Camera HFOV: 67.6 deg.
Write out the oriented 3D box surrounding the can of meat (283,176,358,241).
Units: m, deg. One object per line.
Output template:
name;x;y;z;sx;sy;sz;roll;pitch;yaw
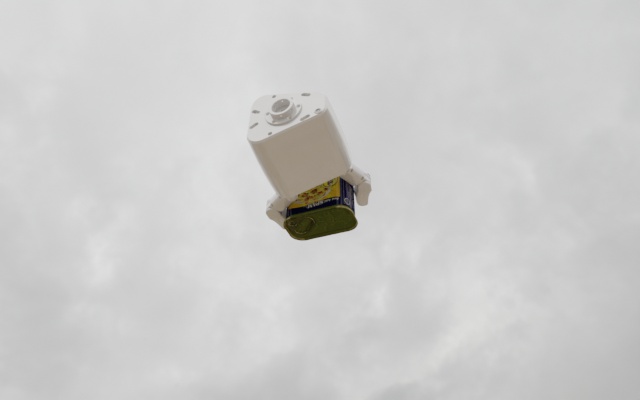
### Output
can of meat;0.000;0.002;0.691;0.102;0.083;0.057;-14;-42;16
